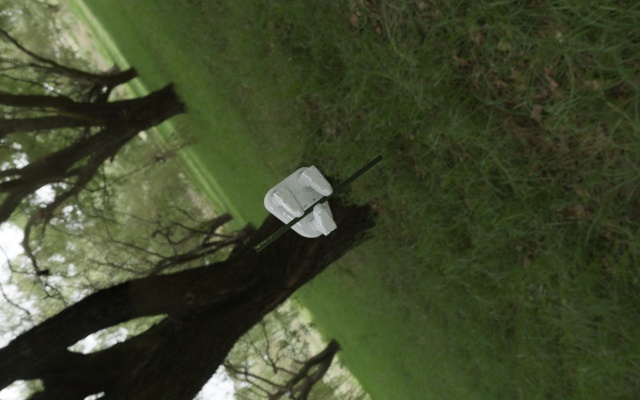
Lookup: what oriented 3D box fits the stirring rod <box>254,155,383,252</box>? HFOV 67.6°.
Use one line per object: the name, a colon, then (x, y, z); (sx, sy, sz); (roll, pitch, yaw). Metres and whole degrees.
stirring rod: (0.000, 0.002, 0.720); (0.239, 0.011, 0.011); (-37, 8, -11)
